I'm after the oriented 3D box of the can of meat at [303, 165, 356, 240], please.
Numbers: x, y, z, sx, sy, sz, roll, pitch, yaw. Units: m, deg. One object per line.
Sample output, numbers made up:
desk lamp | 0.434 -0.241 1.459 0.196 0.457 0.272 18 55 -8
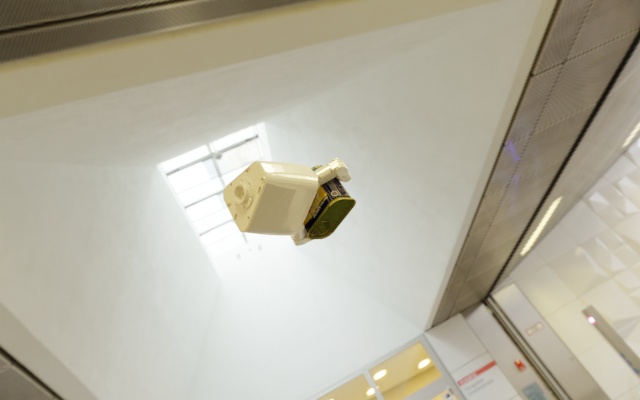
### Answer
can of meat | 0.000 0.002 0.817 0.057 0.084 0.102 1 -45 -43
